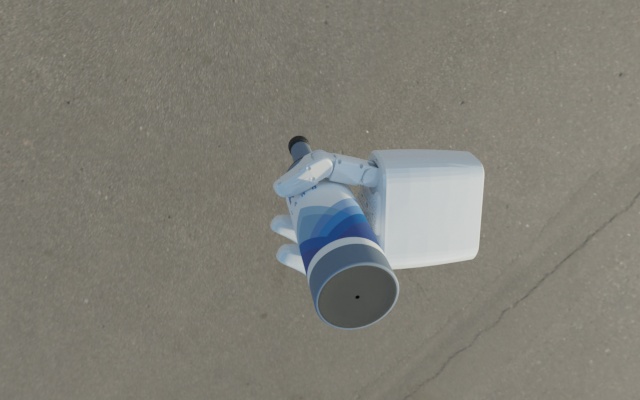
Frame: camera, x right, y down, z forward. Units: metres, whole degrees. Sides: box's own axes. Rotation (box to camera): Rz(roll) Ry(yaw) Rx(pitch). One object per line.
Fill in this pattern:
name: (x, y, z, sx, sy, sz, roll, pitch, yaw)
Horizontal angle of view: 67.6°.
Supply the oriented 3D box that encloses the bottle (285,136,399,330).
bottle: (0.000, 0.002, 0.486, 0.069, 0.069, 0.295, 0, 29, -13)
